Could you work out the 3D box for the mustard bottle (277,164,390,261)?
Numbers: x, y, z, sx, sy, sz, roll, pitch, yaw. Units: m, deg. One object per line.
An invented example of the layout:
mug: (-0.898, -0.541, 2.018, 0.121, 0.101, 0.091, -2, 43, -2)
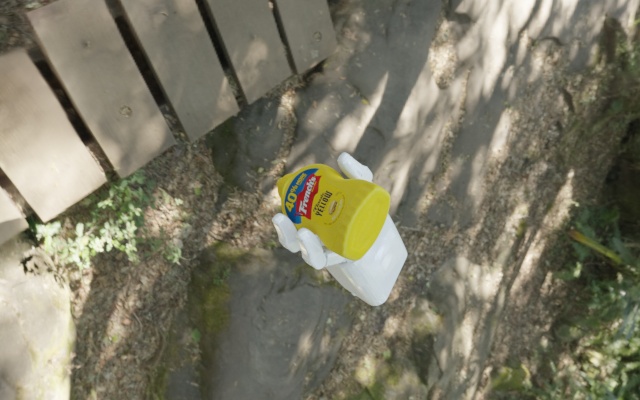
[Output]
mustard bottle: (0.000, 0.002, 0.635, 0.058, 0.096, 0.191, 25, 1, -42)
